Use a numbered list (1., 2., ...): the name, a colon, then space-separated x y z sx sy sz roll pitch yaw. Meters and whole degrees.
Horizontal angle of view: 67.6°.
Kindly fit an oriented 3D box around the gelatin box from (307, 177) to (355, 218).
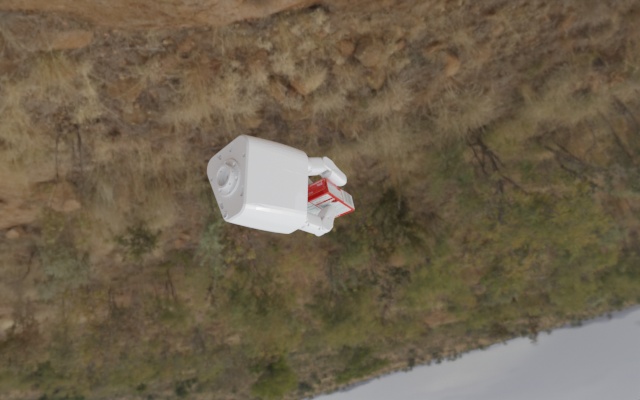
1. gelatin box: 0.000 0.003 0.748 0.073 0.030 0.089 -23 -30 24
